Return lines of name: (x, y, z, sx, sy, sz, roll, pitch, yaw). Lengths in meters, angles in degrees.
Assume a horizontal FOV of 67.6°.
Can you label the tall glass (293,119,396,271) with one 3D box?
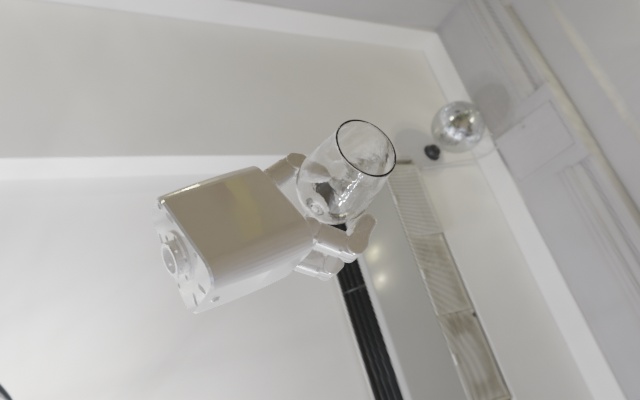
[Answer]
tall glass: (0.000, 0.002, 0.499, 0.079, 0.079, 0.201, 0, -30, -29)
